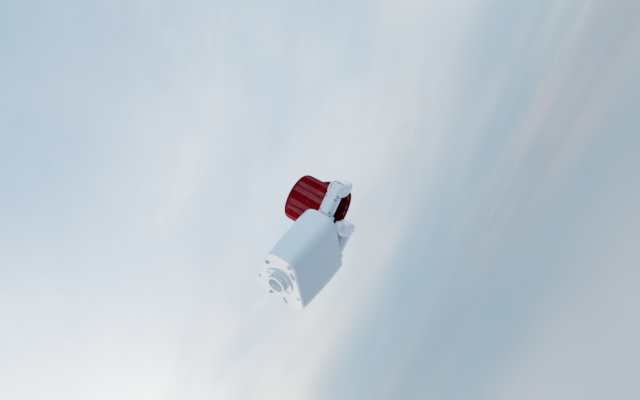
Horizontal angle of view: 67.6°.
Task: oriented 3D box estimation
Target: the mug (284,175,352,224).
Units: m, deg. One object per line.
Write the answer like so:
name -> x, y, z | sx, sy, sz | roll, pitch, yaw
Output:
mug -> 0.001, 0.002, 0.805 | 0.081, 0.093, 0.117 | 28, 47, 18
